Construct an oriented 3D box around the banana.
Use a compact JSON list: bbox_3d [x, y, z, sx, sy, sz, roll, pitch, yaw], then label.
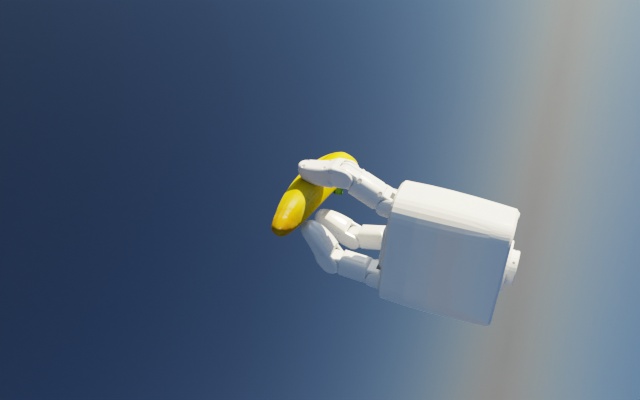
[{"bbox_3d":[0.005,-0.016,0.524,0.037,0.070,0.197,18,18,18],"label":"banana"}]
